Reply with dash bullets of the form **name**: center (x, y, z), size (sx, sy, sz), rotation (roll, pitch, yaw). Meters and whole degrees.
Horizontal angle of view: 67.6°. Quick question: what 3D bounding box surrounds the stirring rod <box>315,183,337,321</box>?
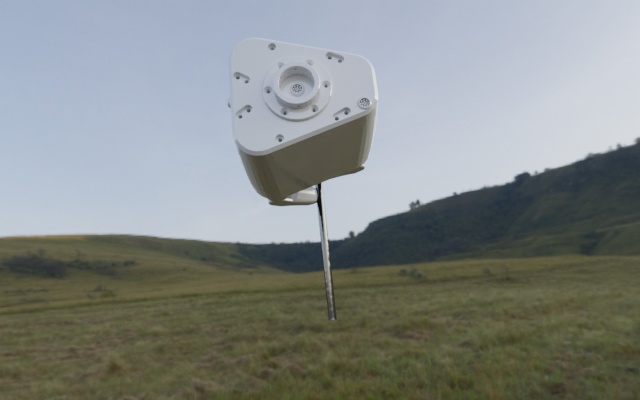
- **stirring rod**: center (0.000, 0.002, 0.498), size (0.011, 0.239, 0.011), rotation (-6, -15, -1)
